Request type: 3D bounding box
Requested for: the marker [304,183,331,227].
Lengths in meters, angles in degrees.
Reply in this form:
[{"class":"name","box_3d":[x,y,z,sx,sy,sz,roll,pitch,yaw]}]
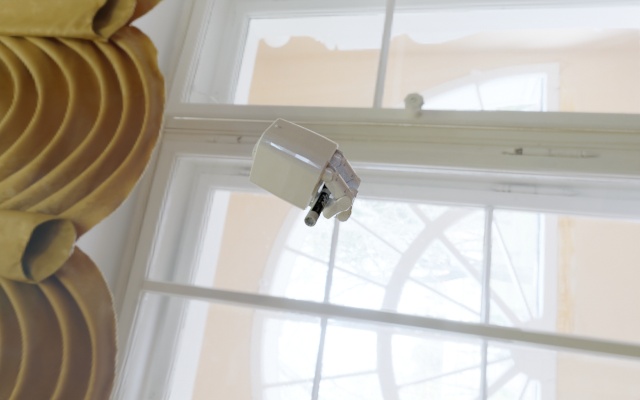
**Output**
[{"class":"marker","box_3d":[0.000,0.002,0.724,0.020,0.020,0.121,0,27,17]}]
